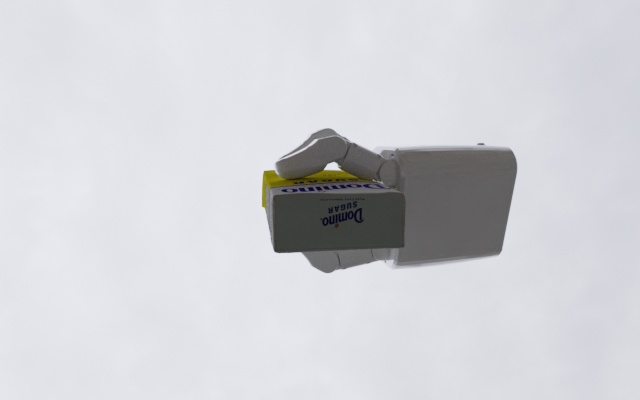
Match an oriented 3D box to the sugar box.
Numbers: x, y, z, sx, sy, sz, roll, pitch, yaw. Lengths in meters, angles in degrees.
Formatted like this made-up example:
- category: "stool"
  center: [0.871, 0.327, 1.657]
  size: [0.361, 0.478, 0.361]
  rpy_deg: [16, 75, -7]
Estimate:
- category: "sugar box"
  center: [0.000, 0.001, 0.402]
  size: [0.093, 0.048, 0.176]
  rpy_deg: [-1, 7, -10]
